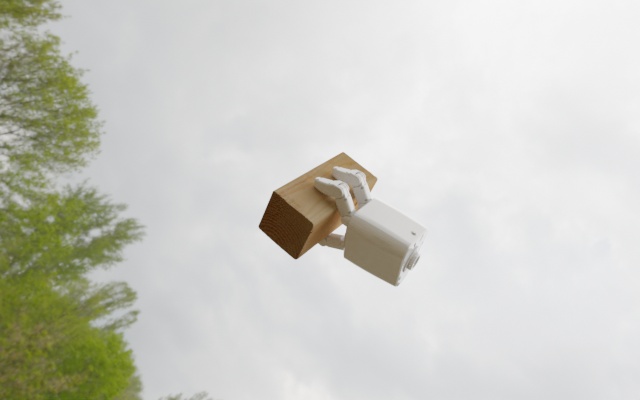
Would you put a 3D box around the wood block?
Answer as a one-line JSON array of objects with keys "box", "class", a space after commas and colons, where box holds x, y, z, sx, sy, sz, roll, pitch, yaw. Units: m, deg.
[{"box": [0.000, 0.003, 0.835, 0.090, 0.091, 0.206, 39, 40, 15], "class": "wood block"}]
